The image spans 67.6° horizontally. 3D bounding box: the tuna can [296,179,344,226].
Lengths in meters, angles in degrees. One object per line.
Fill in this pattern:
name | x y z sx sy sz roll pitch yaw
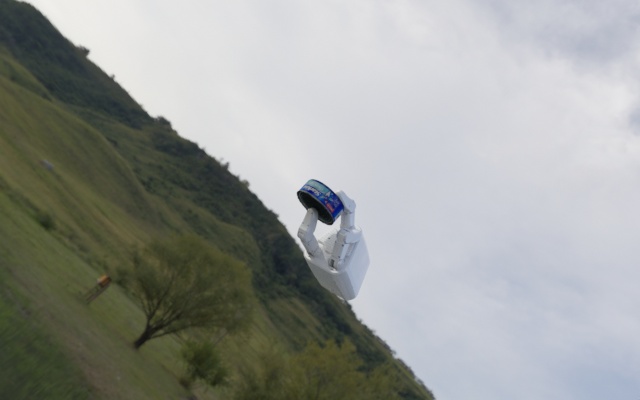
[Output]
tuna can | 0.000 0.002 0.842 0.033 0.086 0.086 -47 19 -19
